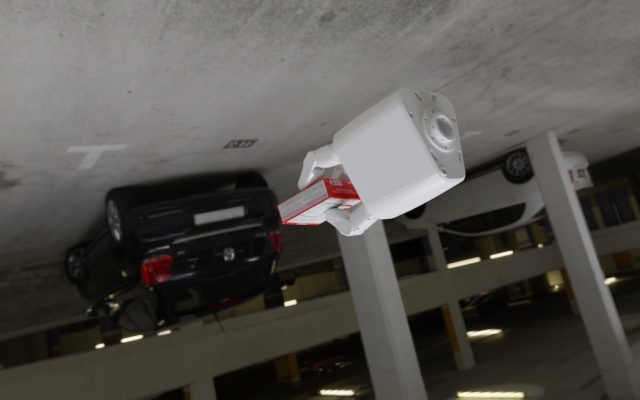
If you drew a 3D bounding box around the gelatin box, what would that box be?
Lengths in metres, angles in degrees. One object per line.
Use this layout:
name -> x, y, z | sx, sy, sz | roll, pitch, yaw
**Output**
gelatin box -> 0.000, 0.003, 0.625 | 0.089, 0.030, 0.073 | -30, -21, 33
